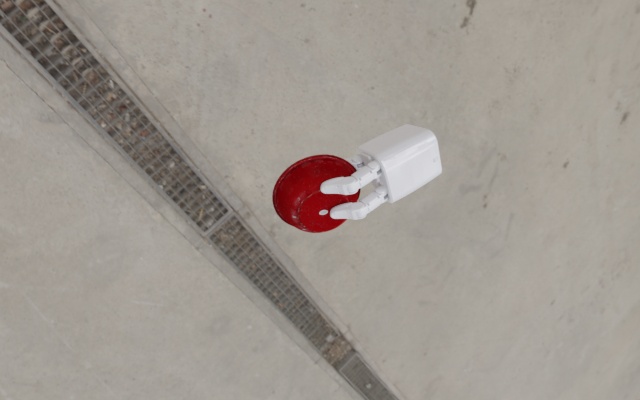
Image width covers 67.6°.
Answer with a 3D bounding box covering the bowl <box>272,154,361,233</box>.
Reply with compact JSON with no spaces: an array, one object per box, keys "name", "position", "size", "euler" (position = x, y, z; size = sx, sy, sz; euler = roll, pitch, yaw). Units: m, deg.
[{"name":"bowl","position":[-0.001,0.004,0.825],"size":[0.162,0.162,0.055],"euler":[0,37,-17]}]
